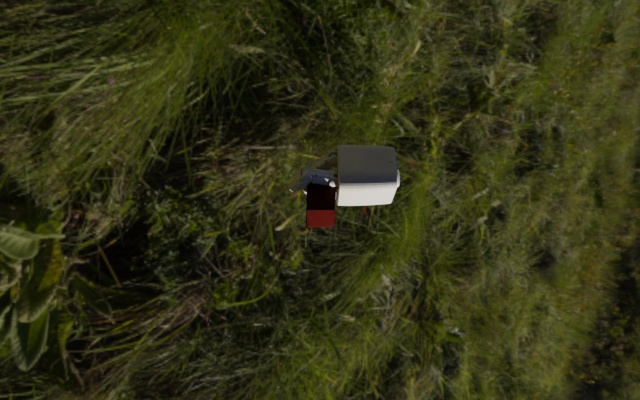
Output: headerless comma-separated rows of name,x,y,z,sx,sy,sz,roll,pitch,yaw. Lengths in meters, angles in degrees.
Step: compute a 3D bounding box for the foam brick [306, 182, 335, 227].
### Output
foam brick,0.000,0.003,0.859,0.051,0.078,0.053,1,-38,-1
